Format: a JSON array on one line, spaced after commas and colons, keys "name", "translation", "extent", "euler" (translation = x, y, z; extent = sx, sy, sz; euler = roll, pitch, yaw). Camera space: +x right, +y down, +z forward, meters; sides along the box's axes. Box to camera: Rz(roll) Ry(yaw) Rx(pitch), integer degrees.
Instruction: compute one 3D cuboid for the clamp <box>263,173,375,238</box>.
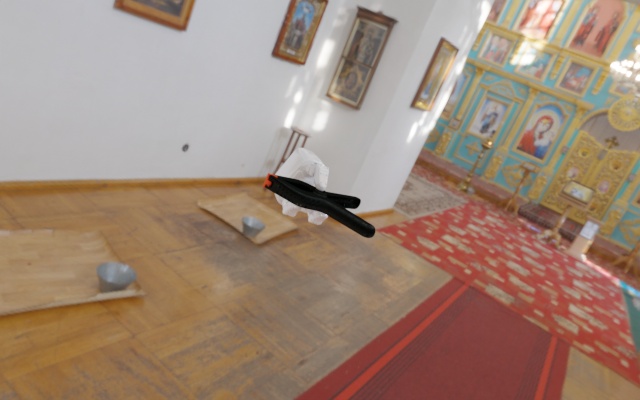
[{"name": "clamp", "translation": [0.000, 0.002, 0.863], "extent": [0.210, 0.036, 0.164], "euler": [19, 16, -19]}]
